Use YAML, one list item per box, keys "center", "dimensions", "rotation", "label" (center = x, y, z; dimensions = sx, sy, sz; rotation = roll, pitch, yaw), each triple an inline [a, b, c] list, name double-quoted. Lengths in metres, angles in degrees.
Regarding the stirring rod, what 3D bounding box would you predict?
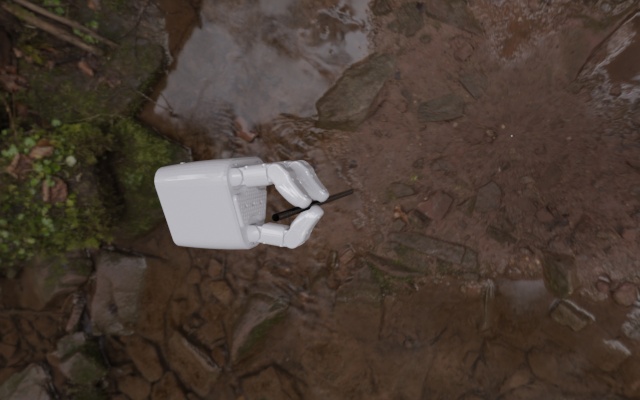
- center: [0.000, 0.002, 0.580]
  dimensions: [0.011, 0.011, 0.239]
  rotation: [0, 7, 22]
  label: "stirring rod"
